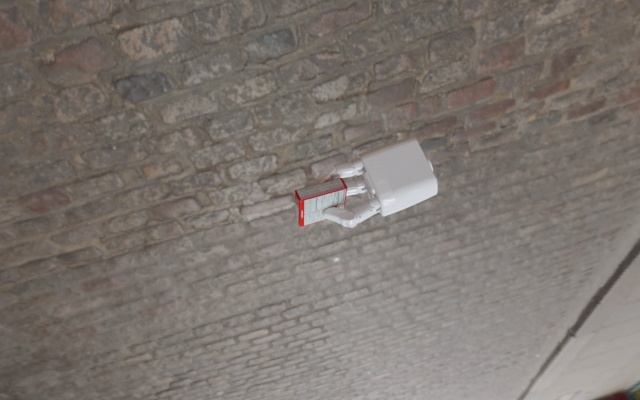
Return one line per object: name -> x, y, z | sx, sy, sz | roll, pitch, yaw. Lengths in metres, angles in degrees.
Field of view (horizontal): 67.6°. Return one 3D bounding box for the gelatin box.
gelatin box -> 0.000, 0.003, 0.833 | 0.089, 0.030, 0.073 | -16, -37, -16
